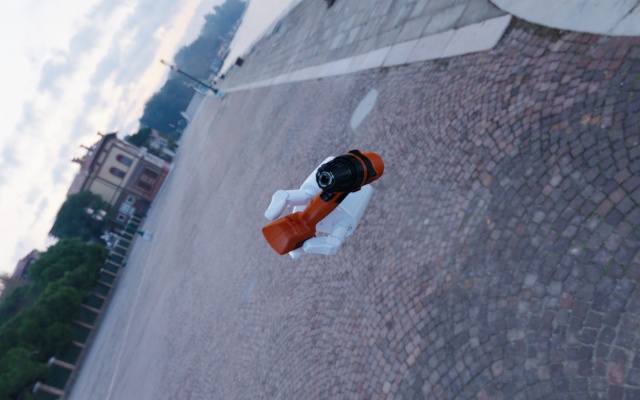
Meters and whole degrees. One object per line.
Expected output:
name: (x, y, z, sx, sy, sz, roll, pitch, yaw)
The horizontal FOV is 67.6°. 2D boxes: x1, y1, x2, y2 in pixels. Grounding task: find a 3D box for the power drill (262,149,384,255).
power drill: (0.000, 0.002, 0.698, 0.188, 0.057, 0.184, -42, -11, 26)
